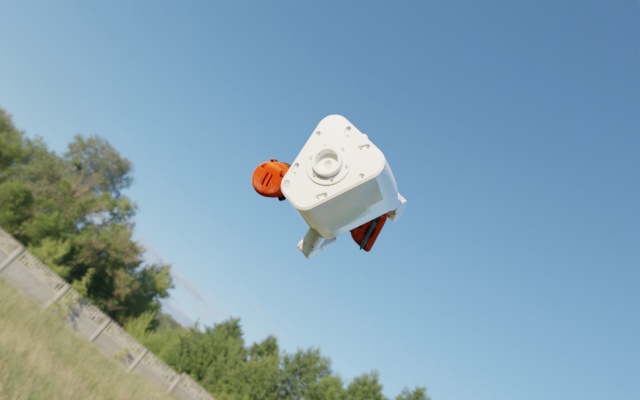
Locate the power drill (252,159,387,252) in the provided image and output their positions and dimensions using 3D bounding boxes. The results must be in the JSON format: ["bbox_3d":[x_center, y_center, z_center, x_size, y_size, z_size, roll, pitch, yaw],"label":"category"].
[{"bbox_3d":[0.001,0.002,0.685,0.187,0.057,0.184,26,6,4],"label":"power drill"}]
